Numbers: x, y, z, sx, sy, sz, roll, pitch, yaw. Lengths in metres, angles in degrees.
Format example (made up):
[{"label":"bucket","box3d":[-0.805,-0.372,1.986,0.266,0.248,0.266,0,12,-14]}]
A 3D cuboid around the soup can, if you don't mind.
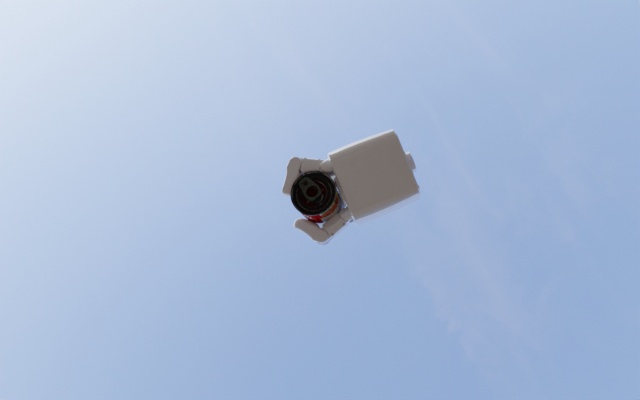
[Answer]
[{"label":"soup can","box3d":[0.000,0.003,0.730,0.068,0.068,0.102,0,-16,13]}]
